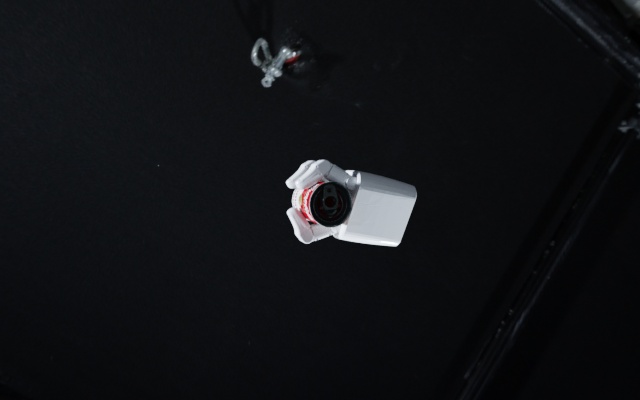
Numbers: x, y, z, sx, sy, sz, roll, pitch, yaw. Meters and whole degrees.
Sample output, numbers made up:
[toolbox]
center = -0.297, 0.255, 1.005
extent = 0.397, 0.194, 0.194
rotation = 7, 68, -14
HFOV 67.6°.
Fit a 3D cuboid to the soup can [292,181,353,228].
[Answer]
[soup can]
center = 0.000, 0.002, 0.742
extent = 0.068, 0.068, 0.102
rotation = 0, 4, -19
